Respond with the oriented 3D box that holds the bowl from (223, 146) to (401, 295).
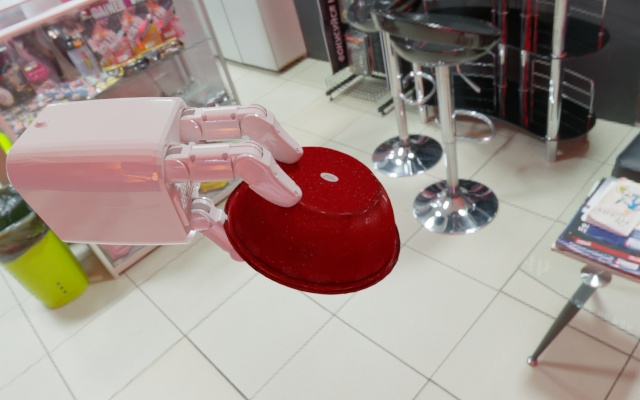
[{"bbox_3d":[0.001,0.001,0.412,0.162,0.055,0.162,10,38,-8],"label":"bowl"}]
